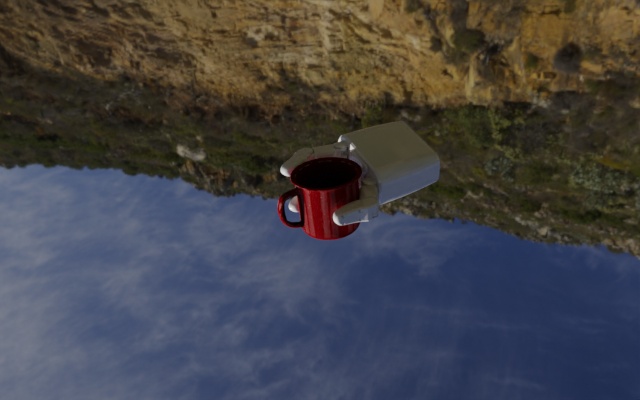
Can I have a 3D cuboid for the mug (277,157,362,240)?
[{"bbox_3d":[-0.001,0.003,0.628,0.117,0.081,0.093,-18,32,-20],"label":"mug"}]
